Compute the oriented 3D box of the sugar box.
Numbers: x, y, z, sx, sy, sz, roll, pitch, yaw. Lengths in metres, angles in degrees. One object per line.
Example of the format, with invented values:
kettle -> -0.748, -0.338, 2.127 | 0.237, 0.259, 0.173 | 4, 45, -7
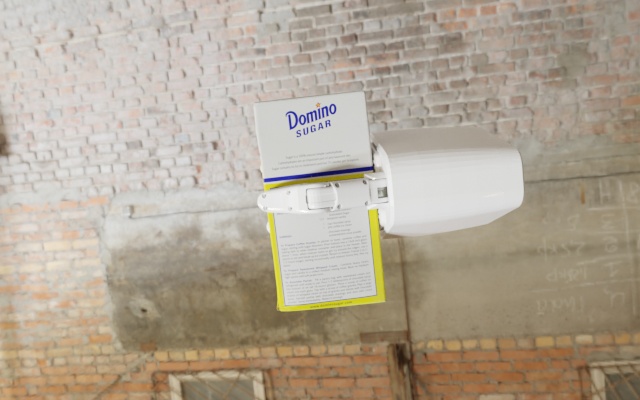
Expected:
sugar box -> 0.000, 0.001, 0.408 | 0.093, 0.176, 0.048 | -6, 4, -1
